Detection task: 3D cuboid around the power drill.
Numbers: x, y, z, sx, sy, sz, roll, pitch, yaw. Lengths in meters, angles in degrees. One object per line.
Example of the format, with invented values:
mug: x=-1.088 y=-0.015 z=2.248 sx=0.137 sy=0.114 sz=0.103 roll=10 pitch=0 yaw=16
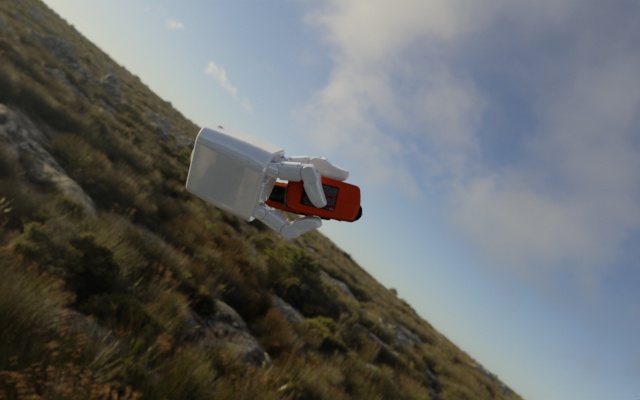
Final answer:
power drill: x=0.000 y=0.002 z=0.753 sx=0.184 sy=0.057 sz=0.187 roll=11 pitch=-6 yaw=-13
